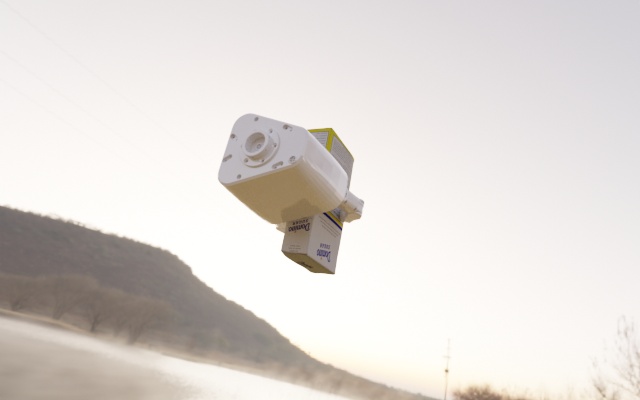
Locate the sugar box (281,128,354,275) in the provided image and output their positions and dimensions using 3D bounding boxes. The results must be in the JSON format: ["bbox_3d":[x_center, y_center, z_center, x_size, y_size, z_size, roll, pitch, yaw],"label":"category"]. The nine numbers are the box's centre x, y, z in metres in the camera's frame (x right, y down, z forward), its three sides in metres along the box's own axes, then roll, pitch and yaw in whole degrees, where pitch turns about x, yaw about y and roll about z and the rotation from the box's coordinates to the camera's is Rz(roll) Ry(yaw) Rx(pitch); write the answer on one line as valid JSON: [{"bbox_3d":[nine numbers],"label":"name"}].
[{"bbox_3d":[0.000,0.002,0.640,0.048,0.176,0.093,3,-23,28],"label":"sugar box"}]
